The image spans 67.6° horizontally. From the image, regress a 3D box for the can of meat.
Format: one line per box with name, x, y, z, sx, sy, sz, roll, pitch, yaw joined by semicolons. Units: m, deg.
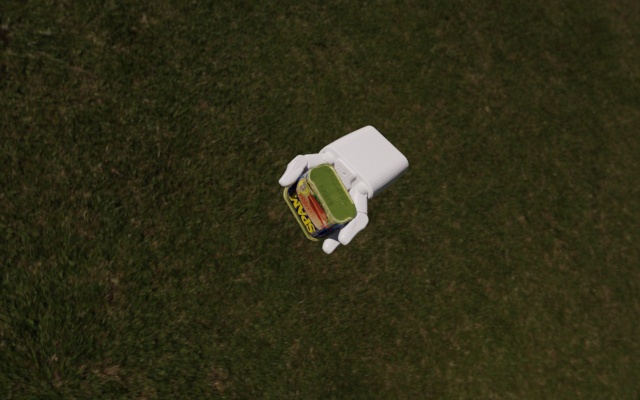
can of meat;0.000;0.002;0.739;0.057;0.102;0.084;-27;-5;-35
